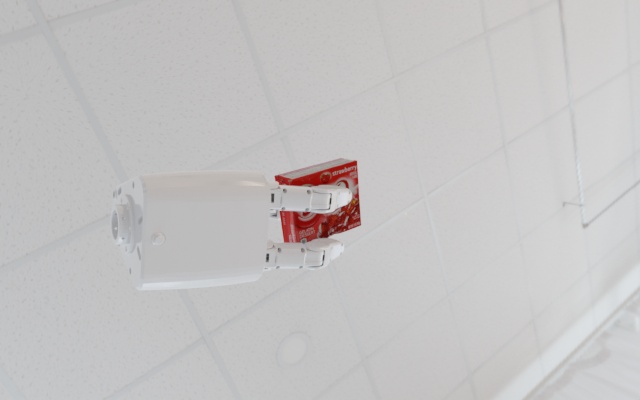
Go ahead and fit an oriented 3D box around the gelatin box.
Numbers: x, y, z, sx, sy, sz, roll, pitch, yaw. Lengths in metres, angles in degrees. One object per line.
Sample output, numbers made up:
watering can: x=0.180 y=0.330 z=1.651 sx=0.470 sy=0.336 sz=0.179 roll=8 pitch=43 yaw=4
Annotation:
gelatin box: x=0.000 y=0.001 z=0.489 sx=0.089 sy=0.073 sz=0.030 roll=-18 pitch=22 yaw=-35
